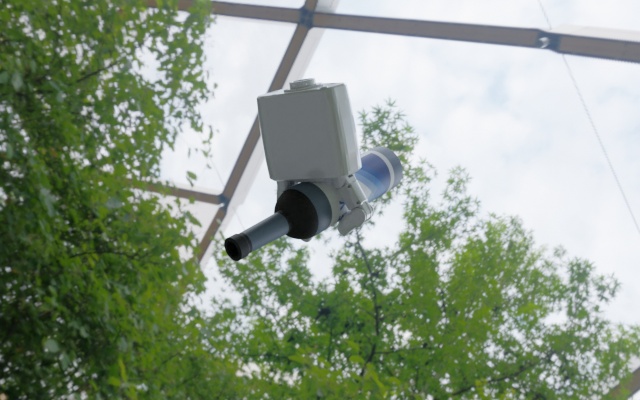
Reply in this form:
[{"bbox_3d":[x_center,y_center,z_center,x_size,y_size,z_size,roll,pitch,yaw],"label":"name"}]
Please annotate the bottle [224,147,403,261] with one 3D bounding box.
[{"bbox_3d":[0.000,0.002,0.605,0.069,0.069,0.295,0,20,42],"label":"bottle"}]
